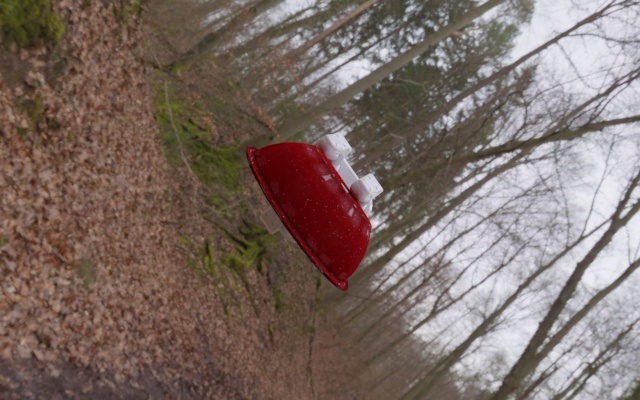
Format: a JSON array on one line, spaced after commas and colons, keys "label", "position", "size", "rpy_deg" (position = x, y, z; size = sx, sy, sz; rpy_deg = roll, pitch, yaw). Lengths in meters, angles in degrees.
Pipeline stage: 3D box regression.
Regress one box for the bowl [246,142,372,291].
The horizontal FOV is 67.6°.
[{"label": "bowl", "position": [0.000, 0.001, 0.445], "size": [0.055, 0.162, 0.162], "rpy_deg": [-35, -4, 6]}]
